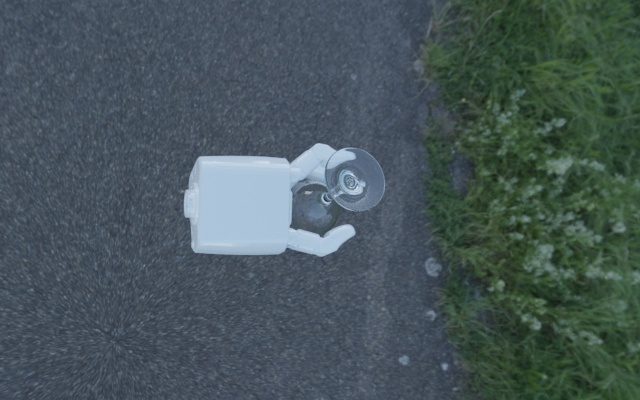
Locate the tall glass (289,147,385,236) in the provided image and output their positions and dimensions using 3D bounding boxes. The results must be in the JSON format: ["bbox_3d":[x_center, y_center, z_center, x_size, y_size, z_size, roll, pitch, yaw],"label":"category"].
[{"bbox_3d":[0.001,0.002,0.613,0.079,0.079,0.201,0,-15,-23],"label":"tall glass"}]
